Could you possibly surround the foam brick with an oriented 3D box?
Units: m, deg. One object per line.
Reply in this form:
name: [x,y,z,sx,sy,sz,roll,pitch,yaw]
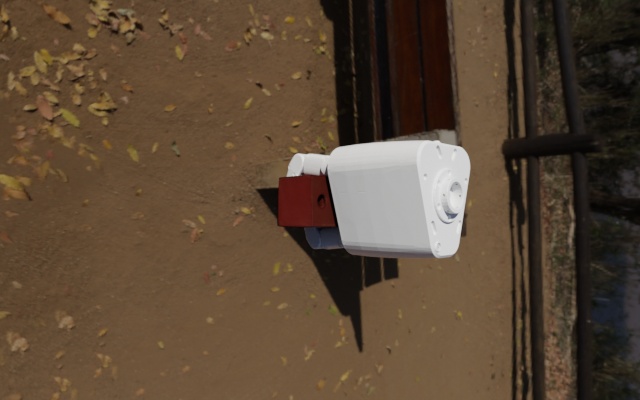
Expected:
foam brick: [0.000,0.002,0.505,0.078,0.053,0.051,1,-1,-45]
